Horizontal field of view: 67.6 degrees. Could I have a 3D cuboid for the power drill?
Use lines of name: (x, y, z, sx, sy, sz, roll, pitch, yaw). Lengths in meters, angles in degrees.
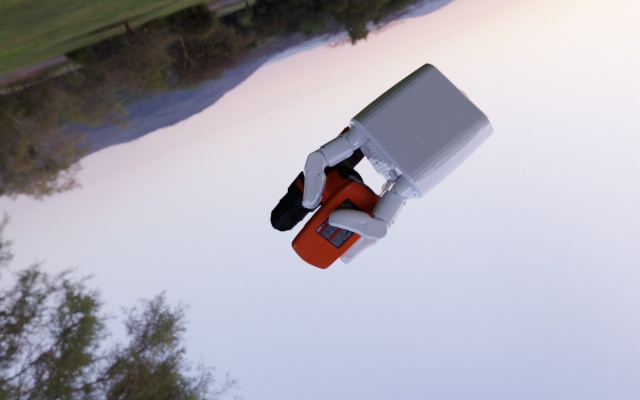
power drill: (0.000, 0.002, 0.589, 0.057, 0.184, 0.187, 36, 18, -20)
